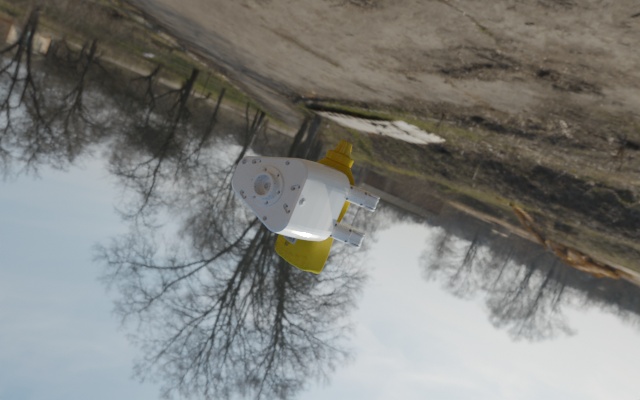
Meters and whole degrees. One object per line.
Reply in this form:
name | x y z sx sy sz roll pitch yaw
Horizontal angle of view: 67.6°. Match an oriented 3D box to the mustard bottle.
mustard bottle | 0.000 0.003 0.699 0.058 0.191 0.096 20 6 -35
